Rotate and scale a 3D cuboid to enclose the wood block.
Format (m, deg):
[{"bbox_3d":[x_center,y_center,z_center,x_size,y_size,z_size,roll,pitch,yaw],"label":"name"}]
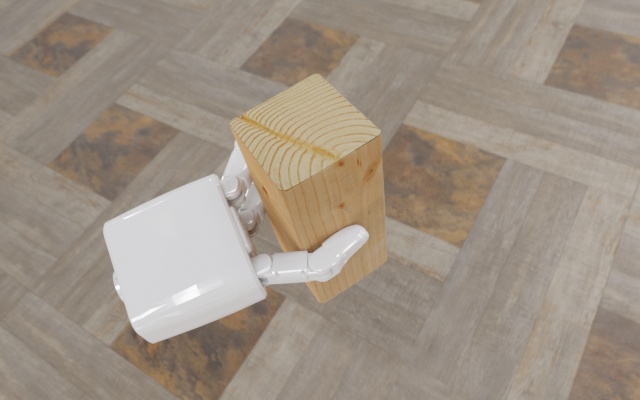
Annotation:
[{"bbox_3d":[0.000,0.002,0.450,0.090,0.090,0.206,-32,-33,-12],"label":"wood block"}]
